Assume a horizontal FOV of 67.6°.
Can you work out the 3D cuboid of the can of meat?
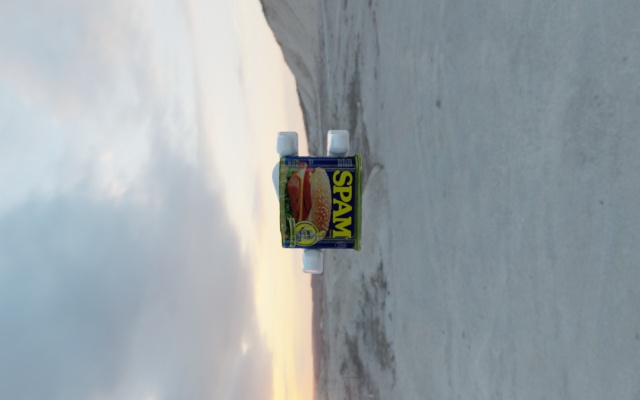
[{"bbox_3d":[0.000,0.002,0.503,0.084,0.102,0.057,0,7,0],"label":"can of meat"}]
